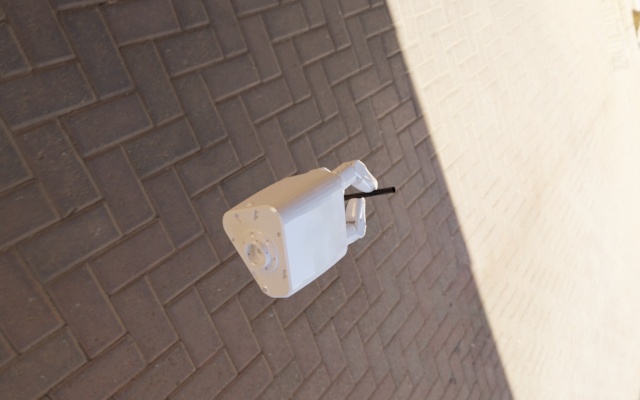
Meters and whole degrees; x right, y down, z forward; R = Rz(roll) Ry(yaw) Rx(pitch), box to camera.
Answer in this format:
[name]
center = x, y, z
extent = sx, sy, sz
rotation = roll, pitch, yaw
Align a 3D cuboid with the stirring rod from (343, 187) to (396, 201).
[stirring rod]
center = 0.000, 0.002, 0.668
extent = 0.239, 0.011, 0.011
rotation = -10, -6, 40
